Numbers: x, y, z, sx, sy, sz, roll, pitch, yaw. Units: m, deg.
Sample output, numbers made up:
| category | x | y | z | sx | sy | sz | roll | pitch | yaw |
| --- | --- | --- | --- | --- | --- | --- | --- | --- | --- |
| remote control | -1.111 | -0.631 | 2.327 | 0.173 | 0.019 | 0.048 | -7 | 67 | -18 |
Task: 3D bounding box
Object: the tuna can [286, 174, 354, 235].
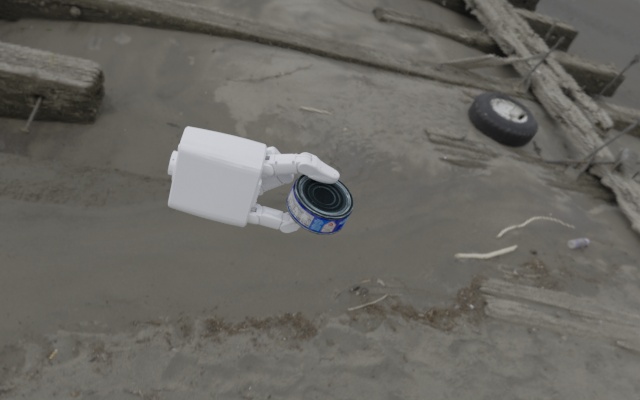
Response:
| category | x | y | z | sx | sy | sz | roll | pitch | yaw |
| --- | --- | --- | --- | --- | --- | --- | --- | --- | --- |
| tuna can | 0.000 | 0.002 | 0.631 | 0.086 | 0.086 | 0.034 | 0 | -41 | -29 |
